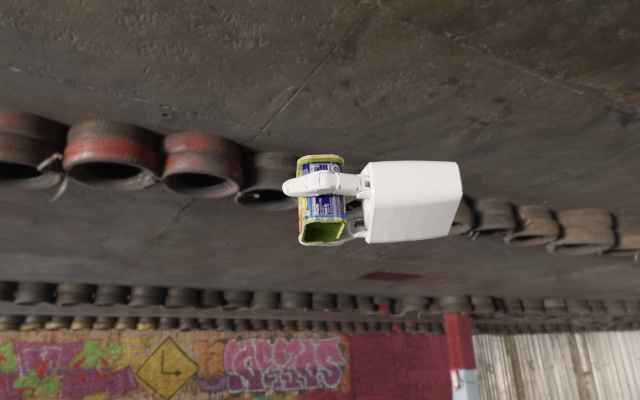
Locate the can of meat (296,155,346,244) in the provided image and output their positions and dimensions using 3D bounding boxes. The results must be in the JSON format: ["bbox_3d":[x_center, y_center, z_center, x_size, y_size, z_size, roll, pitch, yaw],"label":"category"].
[{"bbox_3d":[0.000,0.002,0.603,0.057,0.084,0.102,-2,-20,-6],"label":"can of meat"}]
